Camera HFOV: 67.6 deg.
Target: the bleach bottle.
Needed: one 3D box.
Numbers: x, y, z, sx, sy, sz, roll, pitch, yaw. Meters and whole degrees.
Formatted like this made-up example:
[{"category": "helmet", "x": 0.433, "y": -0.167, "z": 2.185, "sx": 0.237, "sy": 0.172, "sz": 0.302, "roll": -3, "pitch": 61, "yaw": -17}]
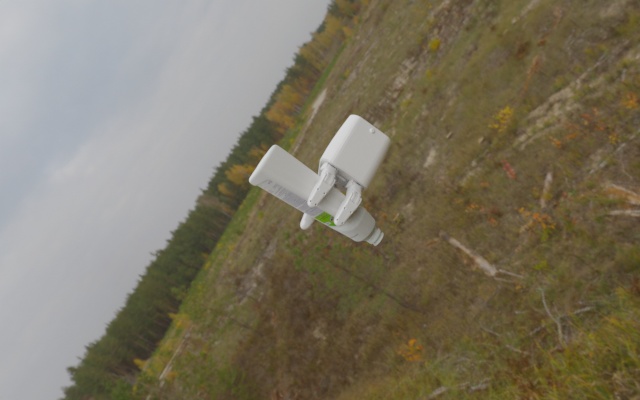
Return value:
[{"category": "bleach bottle", "x": 0.000, "y": 0.003, "z": 0.845, "sx": 0.251, "sy": 0.068, "sz": 0.102, "roll": 34, "pitch": -18, "yaw": -11}]
